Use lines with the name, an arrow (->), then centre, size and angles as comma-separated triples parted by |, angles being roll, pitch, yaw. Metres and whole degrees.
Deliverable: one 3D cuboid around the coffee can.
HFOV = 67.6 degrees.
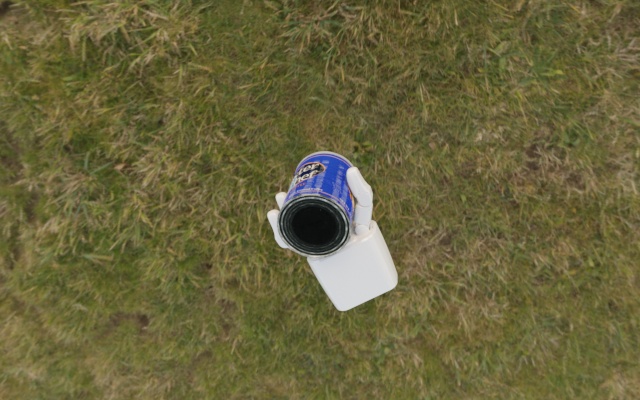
coffee can -> 0.000, 0.002, 0.702 | 0.103, 0.103, 0.140 | 0, 29, 9
